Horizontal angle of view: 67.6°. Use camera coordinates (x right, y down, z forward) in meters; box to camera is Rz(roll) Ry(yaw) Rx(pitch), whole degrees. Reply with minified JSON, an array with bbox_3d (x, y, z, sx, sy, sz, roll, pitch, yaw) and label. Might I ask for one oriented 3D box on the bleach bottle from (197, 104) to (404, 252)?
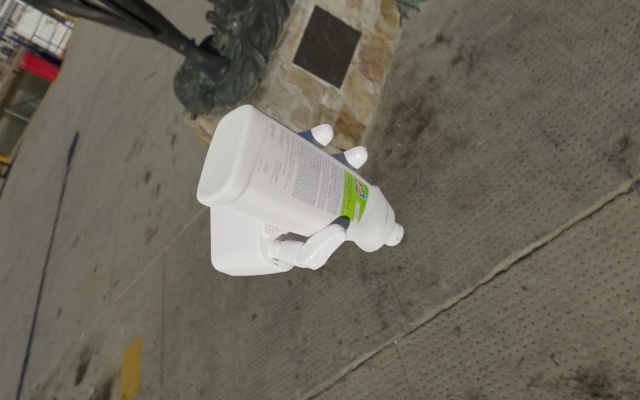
[{"bbox_3d":[0.000,0.002,0.508,0.251,0.102,0.068,28,-29,-36],"label":"bleach bottle"}]
